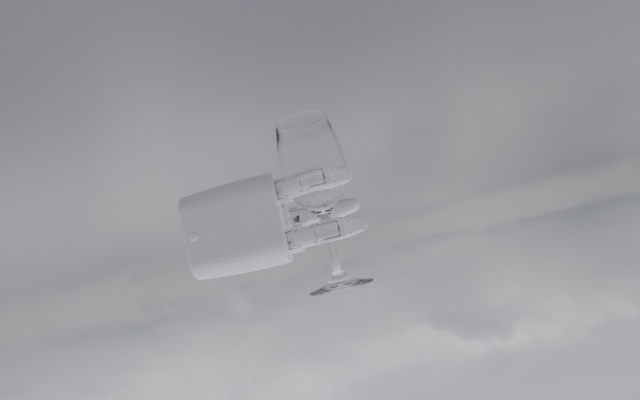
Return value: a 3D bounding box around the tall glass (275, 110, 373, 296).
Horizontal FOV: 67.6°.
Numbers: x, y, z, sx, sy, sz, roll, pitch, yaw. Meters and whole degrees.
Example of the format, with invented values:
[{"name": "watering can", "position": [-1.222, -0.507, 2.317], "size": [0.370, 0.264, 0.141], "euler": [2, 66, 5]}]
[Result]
[{"name": "tall glass", "position": [0.000, 0.002, 0.547], "size": [0.079, 0.201, 0.079], "euler": [-13, -6, -1]}]
